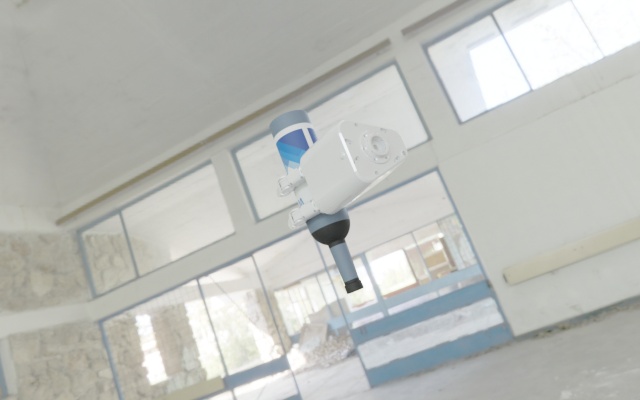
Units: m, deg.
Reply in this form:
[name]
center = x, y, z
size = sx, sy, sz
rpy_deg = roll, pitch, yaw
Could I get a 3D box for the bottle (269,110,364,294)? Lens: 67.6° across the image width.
[bottle]
center = 0.000, 0.002, 0.748
size = 0.069, 0.295, 0.069
rpy_deg = -20, -13, -5
